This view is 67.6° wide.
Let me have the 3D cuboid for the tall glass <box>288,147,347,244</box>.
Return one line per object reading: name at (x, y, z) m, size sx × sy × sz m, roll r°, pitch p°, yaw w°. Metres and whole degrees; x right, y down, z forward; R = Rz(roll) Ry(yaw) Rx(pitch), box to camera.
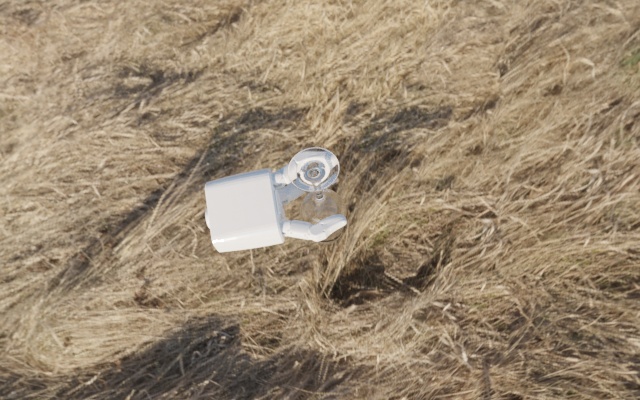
tall glass at (0.000, 0.002, 0.761) m, size 0.079 × 0.079 × 0.201 m, roll 0°, pitch -28°, yaw 7°
